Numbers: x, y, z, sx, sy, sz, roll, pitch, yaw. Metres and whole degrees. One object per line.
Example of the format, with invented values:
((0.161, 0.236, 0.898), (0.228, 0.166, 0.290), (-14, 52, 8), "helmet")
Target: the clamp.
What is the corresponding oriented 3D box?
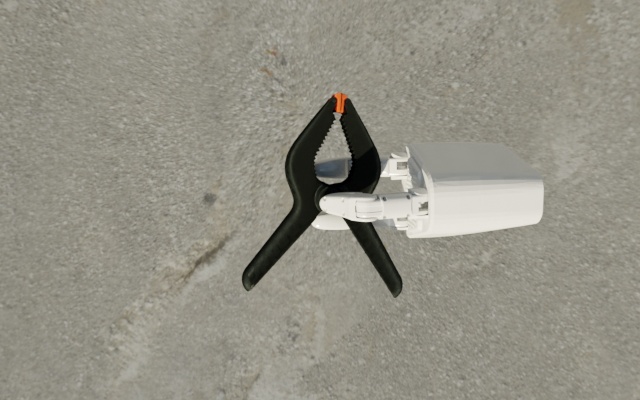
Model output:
((0.000, 0.001, 0.473), (0.164, 0.210, 0.036), (-3, 10, -6), "clamp")
